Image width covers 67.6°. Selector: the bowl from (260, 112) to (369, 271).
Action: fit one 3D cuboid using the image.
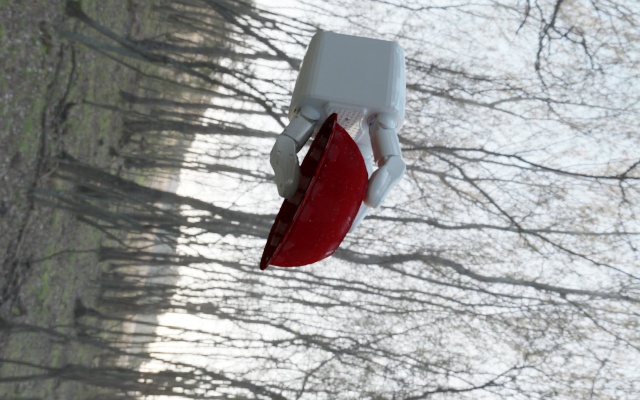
[{"bbox_3d":[0.000,0.003,0.451,0.055,0.162,0.162,26,-4,-8],"label":"bowl"}]
